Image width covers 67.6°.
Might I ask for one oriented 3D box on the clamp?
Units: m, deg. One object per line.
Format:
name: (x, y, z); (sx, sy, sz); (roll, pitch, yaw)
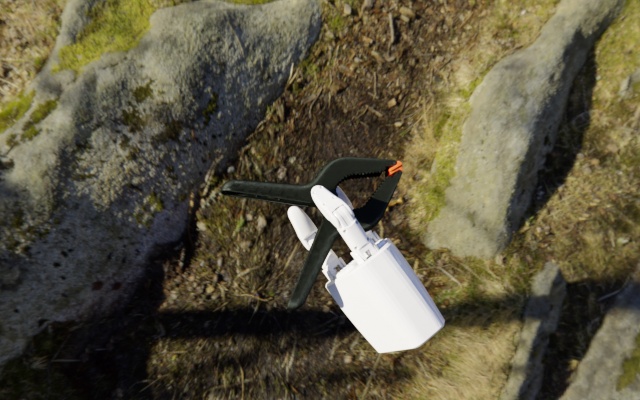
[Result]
clamp: (0.001, 0.002, 0.558); (0.210, 0.164, 0.036); (-36, -4, -13)
